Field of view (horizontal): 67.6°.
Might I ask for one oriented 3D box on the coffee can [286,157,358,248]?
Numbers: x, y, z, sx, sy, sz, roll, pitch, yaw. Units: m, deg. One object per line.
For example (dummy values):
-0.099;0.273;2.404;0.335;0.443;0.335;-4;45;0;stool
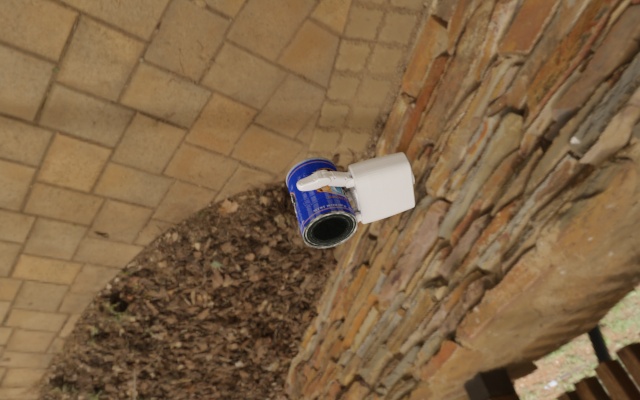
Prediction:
0.000;0.003;0.890;0.103;0.140;0.103;-11;-40;-10;coffee can
